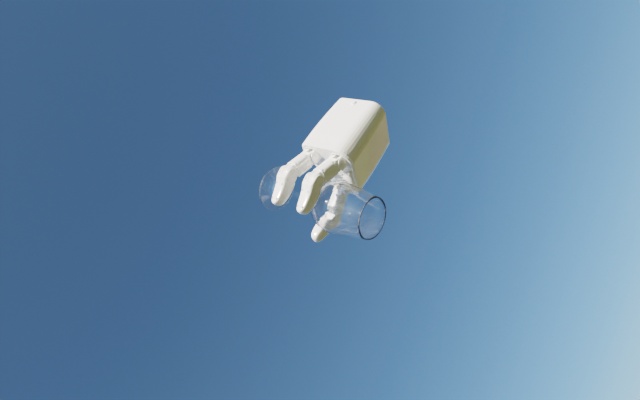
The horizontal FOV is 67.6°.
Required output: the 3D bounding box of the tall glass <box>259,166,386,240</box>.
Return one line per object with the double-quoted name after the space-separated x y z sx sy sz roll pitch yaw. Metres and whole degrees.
0.000 0.002 0.716 0.201 0.079 0.079 18 12 41 "tall glass"
